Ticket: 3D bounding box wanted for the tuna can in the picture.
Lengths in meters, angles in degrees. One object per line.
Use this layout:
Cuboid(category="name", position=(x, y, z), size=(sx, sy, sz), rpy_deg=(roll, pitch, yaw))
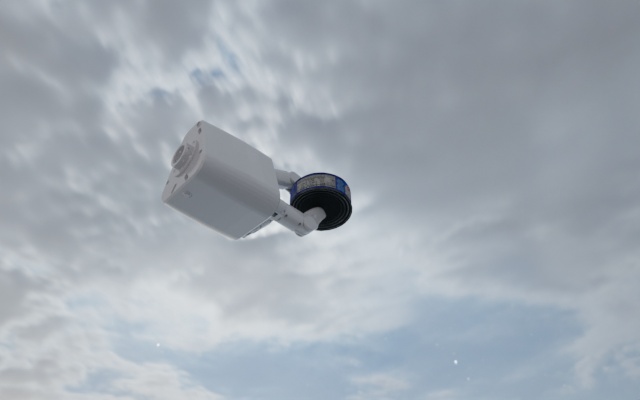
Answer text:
Cuboid(category="tuna can", position=(0.000, 0.002, 0.653), size=(0.086, 0.033, 0.086), rpy_deg=(0, -43, 0))
